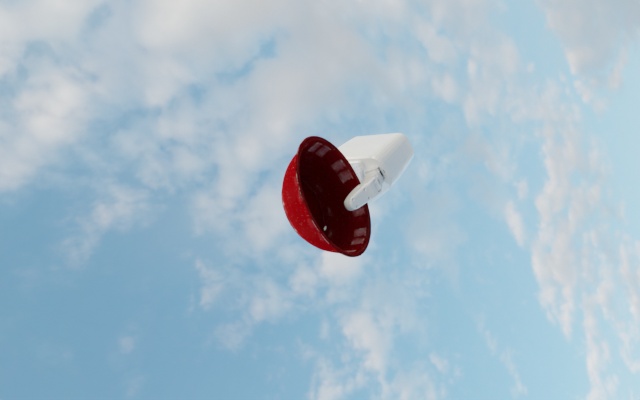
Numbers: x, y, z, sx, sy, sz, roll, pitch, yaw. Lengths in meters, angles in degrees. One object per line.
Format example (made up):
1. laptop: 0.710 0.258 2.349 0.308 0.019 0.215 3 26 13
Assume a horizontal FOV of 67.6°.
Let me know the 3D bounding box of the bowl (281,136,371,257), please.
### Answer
1. bowl: -0.001 0.002 0.609 0.055 0.162 0.162 -23 -12 29
